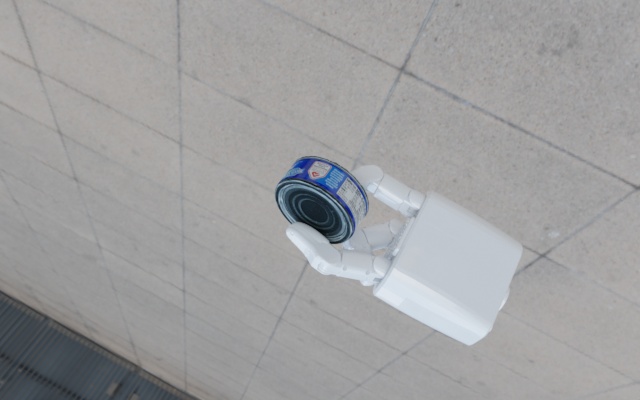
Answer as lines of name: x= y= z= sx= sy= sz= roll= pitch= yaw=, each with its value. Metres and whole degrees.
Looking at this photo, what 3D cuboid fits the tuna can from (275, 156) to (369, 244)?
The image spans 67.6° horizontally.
tuna can: x=0.000 y=0.002 z=0.450 sx=0.086 sy=0.086 sz=0.033 roll=0 pitch=43 yaw=42
